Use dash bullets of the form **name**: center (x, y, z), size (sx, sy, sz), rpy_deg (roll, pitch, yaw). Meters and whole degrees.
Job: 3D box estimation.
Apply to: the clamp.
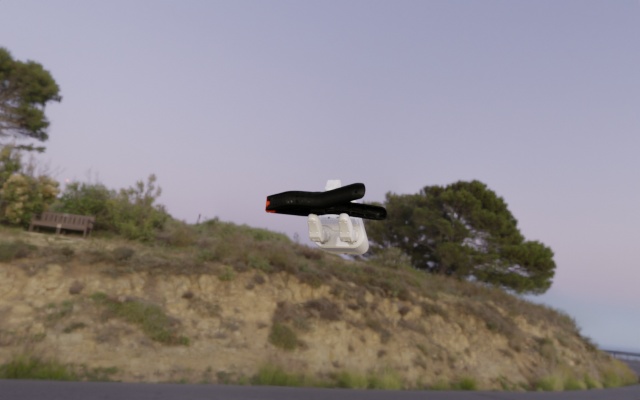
- **clamp**: center (0.000, 0.002, 0.806), size (0.210, 0.036, 0.165), rpy_deg (1, -16, 14)
